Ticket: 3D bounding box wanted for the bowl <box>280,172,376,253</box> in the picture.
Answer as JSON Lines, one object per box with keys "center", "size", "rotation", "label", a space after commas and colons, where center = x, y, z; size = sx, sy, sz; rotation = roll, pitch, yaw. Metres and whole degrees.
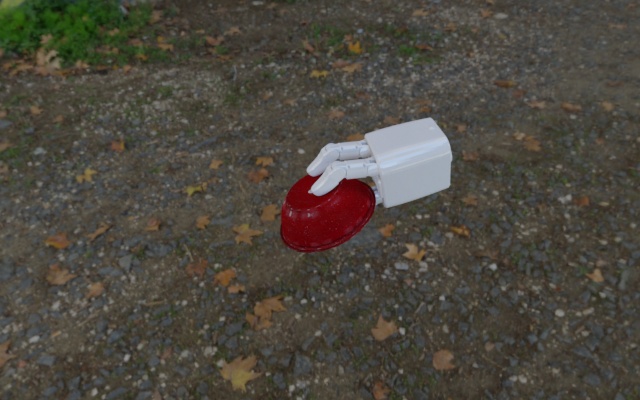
{"center": [-0.001, 0.003, 0.728], "size": [0.162, 0.055, 0.162], "rotation": [-19, 36, 14], "label": "bowl"}
